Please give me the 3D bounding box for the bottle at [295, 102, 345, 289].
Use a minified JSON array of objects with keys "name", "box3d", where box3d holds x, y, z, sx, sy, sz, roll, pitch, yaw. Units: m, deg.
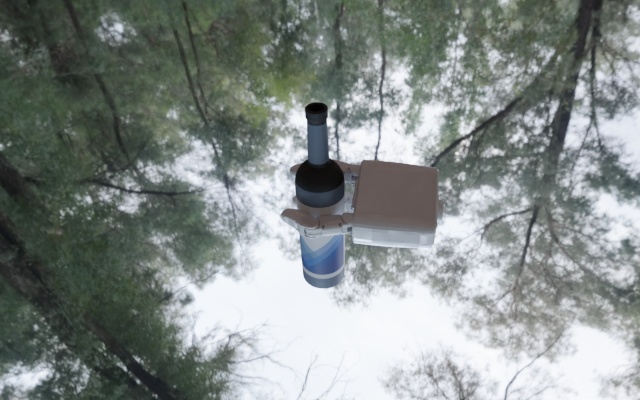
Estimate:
[{"name":"bottle","box3d":[0.000,0.002,0.657,0.069,0.296,0.069,-1,41,1]}]
